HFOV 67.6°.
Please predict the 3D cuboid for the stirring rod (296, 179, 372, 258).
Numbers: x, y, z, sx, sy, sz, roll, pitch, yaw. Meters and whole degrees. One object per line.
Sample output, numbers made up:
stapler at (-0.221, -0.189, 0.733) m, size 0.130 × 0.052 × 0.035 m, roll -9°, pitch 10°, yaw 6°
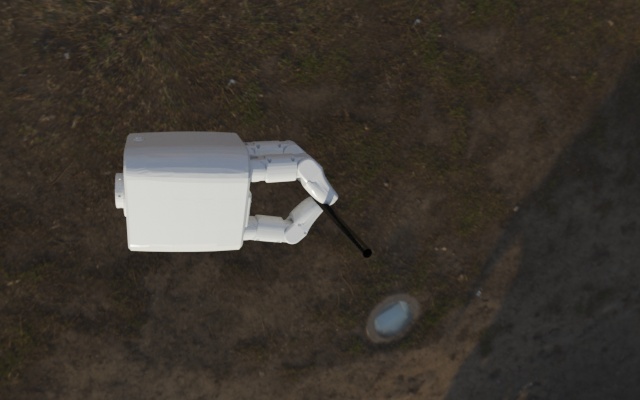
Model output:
stirring rod at (0.000, 0.002, 0.484) m, size 0.011 × 0.011 × 0.239 m, roll 0°, pitch 20°, yaw -19°
